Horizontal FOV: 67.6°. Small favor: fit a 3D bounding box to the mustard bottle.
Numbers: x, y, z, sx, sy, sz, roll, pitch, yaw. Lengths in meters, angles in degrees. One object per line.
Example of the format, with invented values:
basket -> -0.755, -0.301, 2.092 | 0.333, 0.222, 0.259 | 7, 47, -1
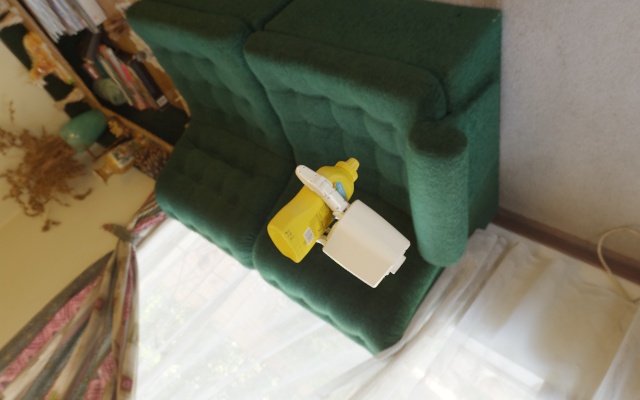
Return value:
mustard bottle -> 0.000, 0.003, 0.767 | 0.058, 0.191, 0.096 | 27, -24, 32
